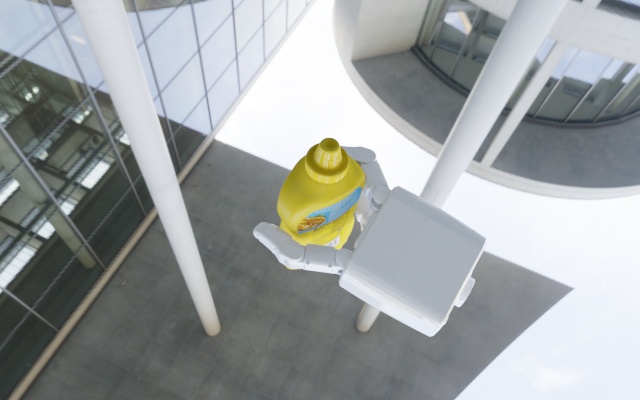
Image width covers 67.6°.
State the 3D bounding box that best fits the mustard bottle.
[{"bbox_3d":[0.000,0.002,0.500,0.096,0.058,0.192,-27,-25,-21],"label":"mustard bottle"}]
